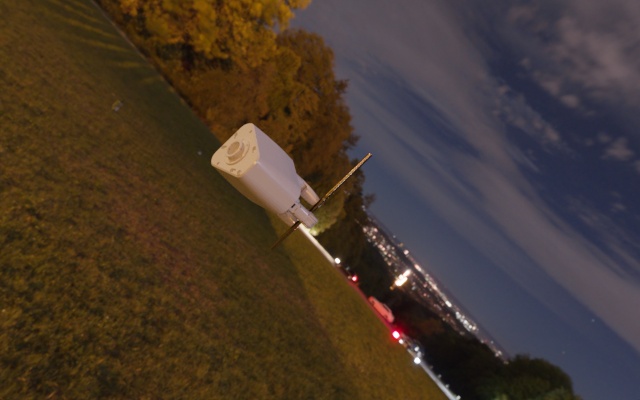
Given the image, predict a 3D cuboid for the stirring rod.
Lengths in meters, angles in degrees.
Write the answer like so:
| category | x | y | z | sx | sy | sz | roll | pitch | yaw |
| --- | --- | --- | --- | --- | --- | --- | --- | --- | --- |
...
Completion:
| category | x | y | z | sx | sy | sz | roll | pitch | yaw |
| --- | --- | --- | --- | --- | --- | --- | --- | --- | --- |
| stirring rod | 0.000 | 0.003 | 0.835 | 0.239 | 0.011 | 0.011 | -44 | -2 | 2 |
